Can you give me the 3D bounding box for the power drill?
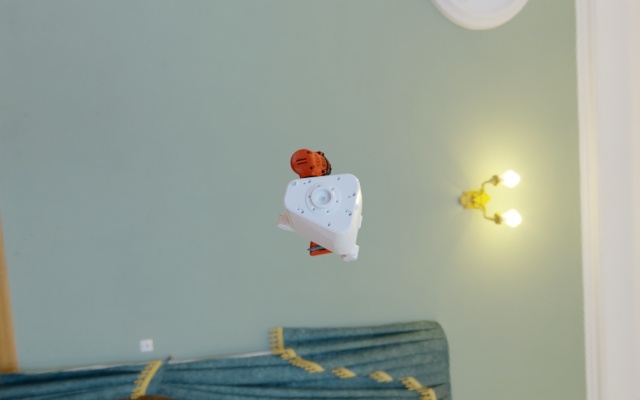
[{"bbox_3d":[0.000,0.003,0.870,0.057,0.187,0.184,-14,-4,13],"label":"power drill"}]
